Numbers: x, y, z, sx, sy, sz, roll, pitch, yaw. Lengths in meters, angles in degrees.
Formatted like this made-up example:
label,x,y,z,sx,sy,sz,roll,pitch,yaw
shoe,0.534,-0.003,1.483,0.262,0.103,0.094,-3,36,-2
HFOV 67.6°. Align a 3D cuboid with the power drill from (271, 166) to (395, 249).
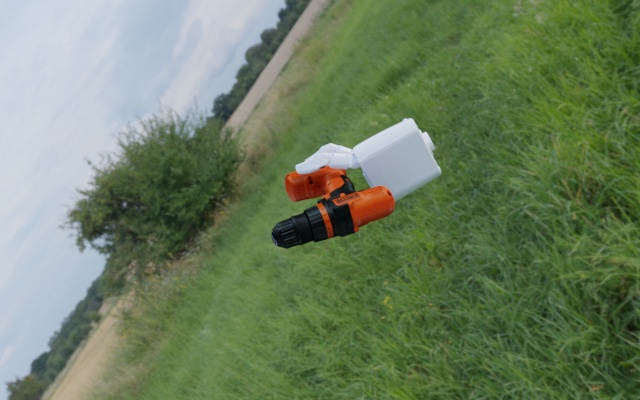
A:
label,x,y,z,sx,sy,sz,roll,pitch,yaw
power drill,0.000,0.002,0.744,0.184,0.057,0.187,-17,26,-10
